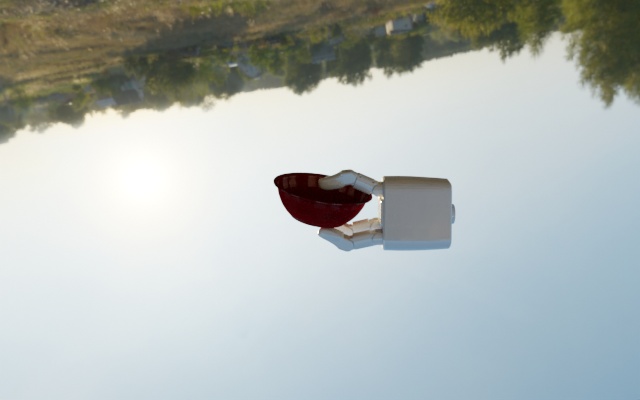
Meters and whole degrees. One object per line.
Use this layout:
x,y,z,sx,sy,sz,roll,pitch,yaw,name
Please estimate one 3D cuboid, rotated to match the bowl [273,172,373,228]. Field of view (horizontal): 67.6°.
-0.001,0.003,0.774,0.162,0.055,0.162,9,18,-3,bowl
